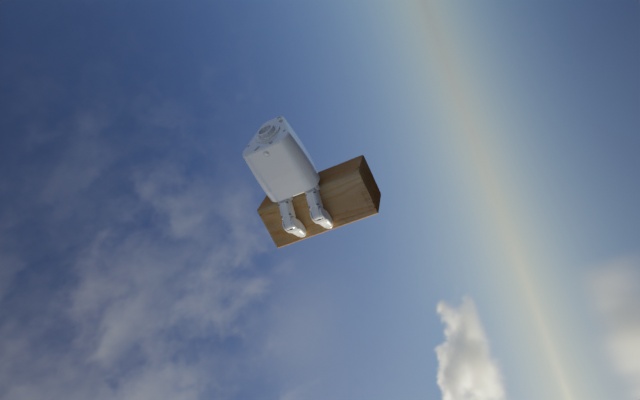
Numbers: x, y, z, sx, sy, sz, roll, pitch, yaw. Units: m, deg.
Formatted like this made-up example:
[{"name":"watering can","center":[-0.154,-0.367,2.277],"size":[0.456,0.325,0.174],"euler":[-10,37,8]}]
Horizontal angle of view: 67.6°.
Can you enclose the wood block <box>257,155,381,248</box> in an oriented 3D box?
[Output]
[{"name":"wood block","center":[0.000,0.003,0.896],"size":[0.206,0.090,0.090],"euler":[-20,20,19]}]
